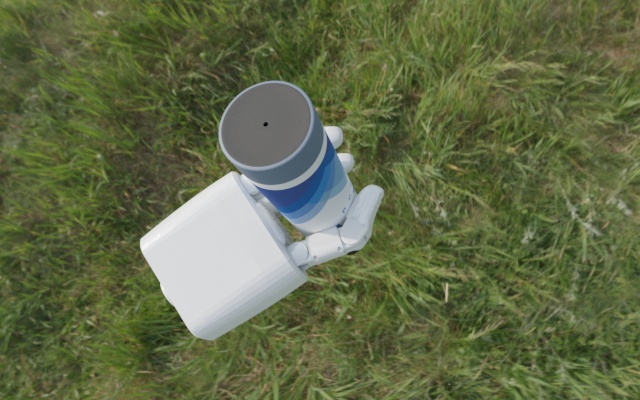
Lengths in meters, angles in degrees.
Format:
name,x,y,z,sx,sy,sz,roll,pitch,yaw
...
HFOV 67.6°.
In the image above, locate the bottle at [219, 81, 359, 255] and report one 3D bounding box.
name,x,y,z,sx,sy,sz,roll,pitch,yaw
bottle,0.000,0.001,0.443,0.069,0.069,0.296,0,-20,15
